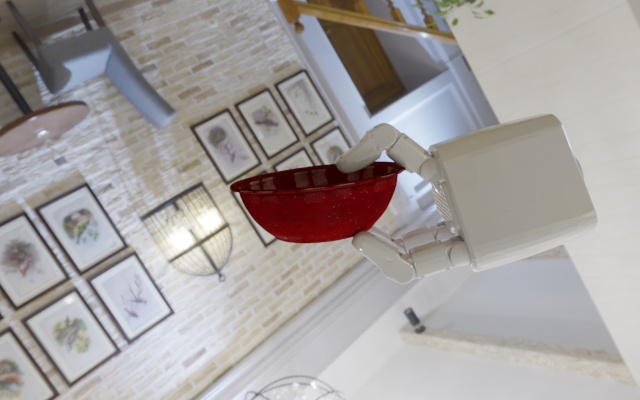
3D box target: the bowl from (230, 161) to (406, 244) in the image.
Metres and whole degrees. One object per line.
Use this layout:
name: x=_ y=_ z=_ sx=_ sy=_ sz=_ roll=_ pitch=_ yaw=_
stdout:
bowl: x=-0.001 y=0.002 z=0.444 sx=0.162 sy=0.055 sz=0.162 roll=-6 pitch=10 yaw=1
